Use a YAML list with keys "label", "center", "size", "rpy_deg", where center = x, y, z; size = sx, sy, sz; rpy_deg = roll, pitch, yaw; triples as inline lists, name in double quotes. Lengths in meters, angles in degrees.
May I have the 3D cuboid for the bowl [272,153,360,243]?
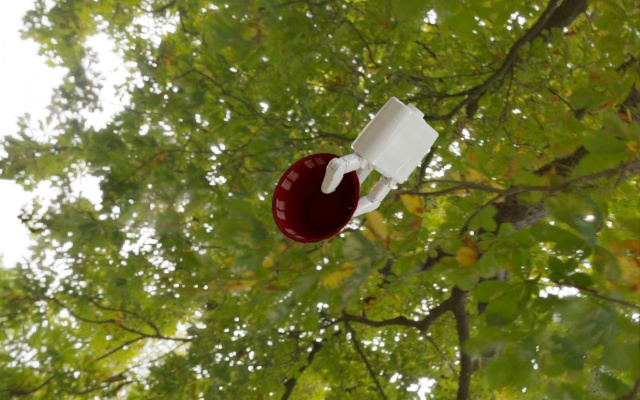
- label: "bowl"
  center: [-0.001, 0.004, 0.813]
  size: [0.162, 0.162, 0.055]
  rpy_deg: [0, -21, 26]
